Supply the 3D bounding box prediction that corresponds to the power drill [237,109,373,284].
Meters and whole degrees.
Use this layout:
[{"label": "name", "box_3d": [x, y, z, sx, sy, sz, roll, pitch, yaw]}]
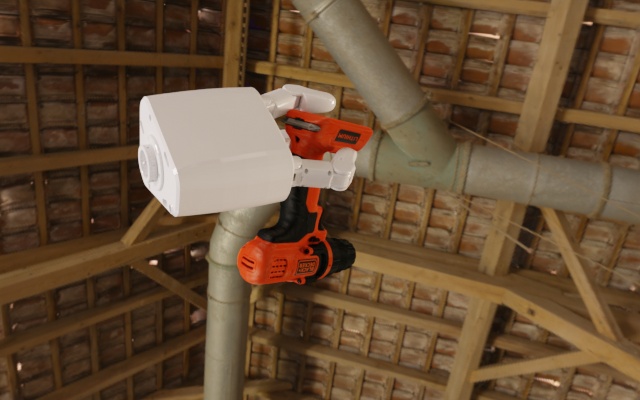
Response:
[{"label": "power drill", "box_3d": [0.000, 0.001, 0.535, 0.057, 0.188, 0.184, 19, 10, 34]}]
